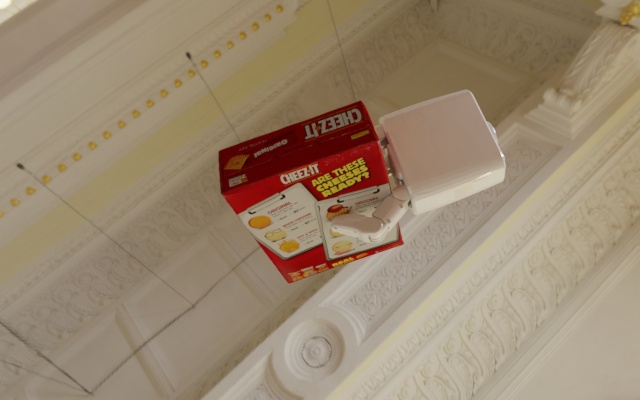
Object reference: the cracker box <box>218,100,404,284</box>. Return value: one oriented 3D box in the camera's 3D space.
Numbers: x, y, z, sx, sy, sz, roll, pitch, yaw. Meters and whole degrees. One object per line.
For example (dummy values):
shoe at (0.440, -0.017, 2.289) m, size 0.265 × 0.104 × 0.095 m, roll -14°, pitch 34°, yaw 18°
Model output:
cracker box at (0.000, 0.002, 0.559) m, size 0.164 × 0.072 × 0.214 m, roll -19°, pitch -37°, yaw 4°
